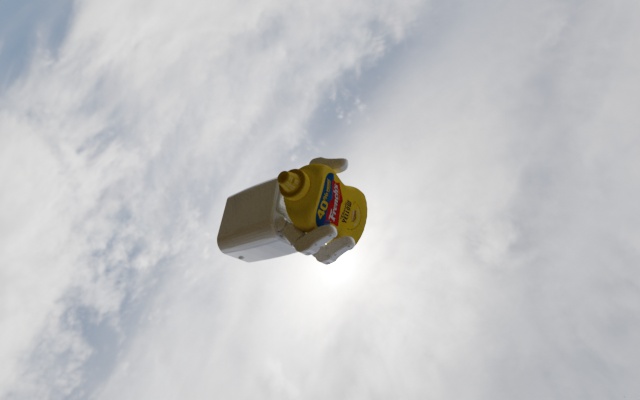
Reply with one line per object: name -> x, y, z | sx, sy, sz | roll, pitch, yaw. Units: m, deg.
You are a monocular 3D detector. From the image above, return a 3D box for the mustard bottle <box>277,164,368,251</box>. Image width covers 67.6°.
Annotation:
mustard bottle -> 0.001, 0.002, 0.668 | 0.058, 0.096, 0.192 | 8, -15, 34
